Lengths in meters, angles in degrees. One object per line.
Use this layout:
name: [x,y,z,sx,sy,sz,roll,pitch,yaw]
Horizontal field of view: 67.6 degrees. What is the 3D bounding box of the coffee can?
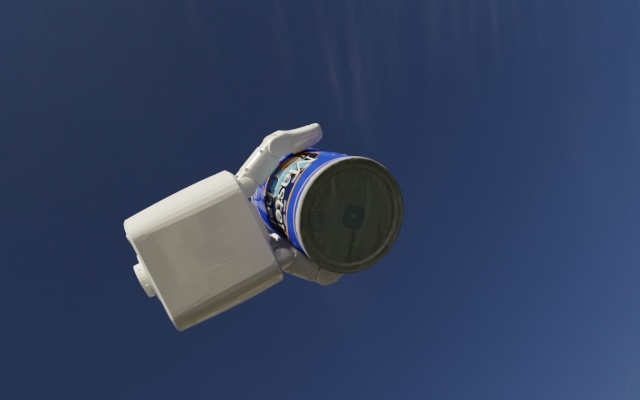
coffee can: [0.000,0.001,0.471,0.103,0.103,0.140,0,10,-25]
